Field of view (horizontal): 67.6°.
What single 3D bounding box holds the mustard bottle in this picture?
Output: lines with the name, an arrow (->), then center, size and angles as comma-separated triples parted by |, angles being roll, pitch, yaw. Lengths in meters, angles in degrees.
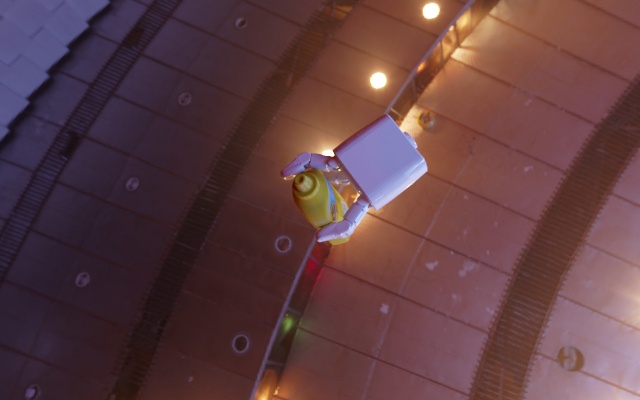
mustard bottle -> 0.000, 0.003, 0.779 | 0.058, 0.096, 0.192 | -15, -25, 13
